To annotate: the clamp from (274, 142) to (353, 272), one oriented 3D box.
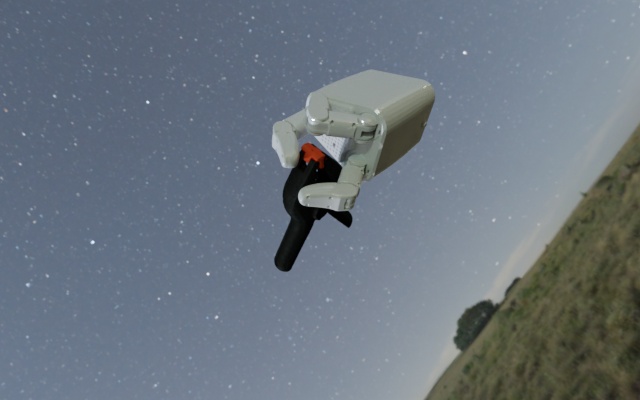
[{"bbox_3d":[0.000,0.001,0.555,0.039,0.172,0.120,37,49,24],"label":"clamp"}]
